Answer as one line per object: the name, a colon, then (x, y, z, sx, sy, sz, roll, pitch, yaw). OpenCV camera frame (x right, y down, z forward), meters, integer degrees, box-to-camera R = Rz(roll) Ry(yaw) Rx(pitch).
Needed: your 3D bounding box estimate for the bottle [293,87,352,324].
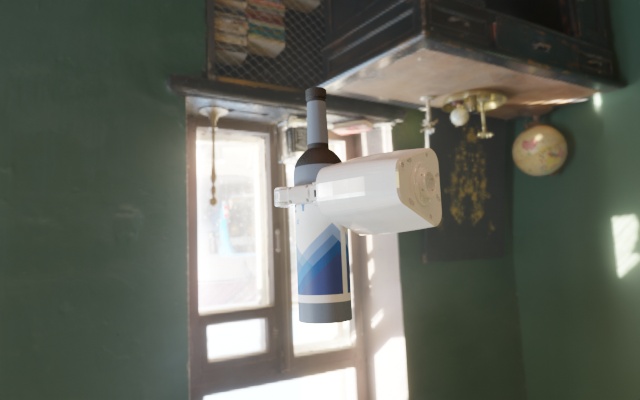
bottle: (0.000, 0.002, 0.607, 0.069, 0.295, 0.069, -2, -6, 0)
